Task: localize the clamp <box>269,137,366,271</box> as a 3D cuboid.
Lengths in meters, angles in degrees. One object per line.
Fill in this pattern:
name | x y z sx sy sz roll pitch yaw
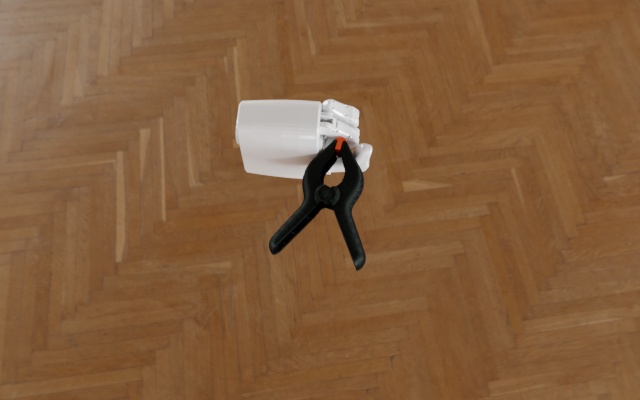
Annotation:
clamp | 0.000 0.002 0.602 0.120 0.171 0.039 3 -22 5
